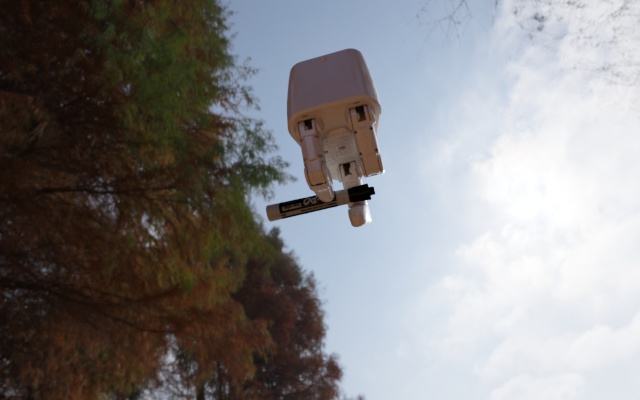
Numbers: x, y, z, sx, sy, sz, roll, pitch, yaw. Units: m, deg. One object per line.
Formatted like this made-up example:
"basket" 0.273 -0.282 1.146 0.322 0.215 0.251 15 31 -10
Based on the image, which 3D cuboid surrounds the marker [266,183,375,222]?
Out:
"marker" 0.000 0.002 0.525 0.121 0.020 0.020 -13 -2 8
